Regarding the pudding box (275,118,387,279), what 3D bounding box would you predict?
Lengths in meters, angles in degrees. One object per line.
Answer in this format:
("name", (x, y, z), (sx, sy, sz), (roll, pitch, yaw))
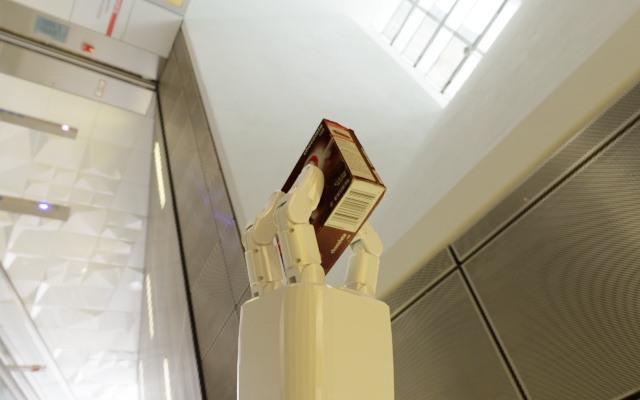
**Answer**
("pudding box", (0.000, 0.001, 0.410), (0.039, 0.113, 0.090), (17, 32, -31))
